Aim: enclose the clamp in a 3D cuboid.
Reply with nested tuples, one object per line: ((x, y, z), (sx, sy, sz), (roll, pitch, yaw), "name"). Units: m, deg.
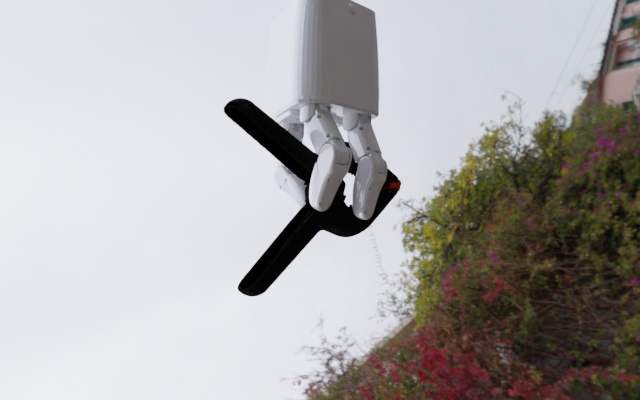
((0.000, 0.001, 0.455), (0.210, 0.164, 0.036), (3, -2, -42), "clamp")
